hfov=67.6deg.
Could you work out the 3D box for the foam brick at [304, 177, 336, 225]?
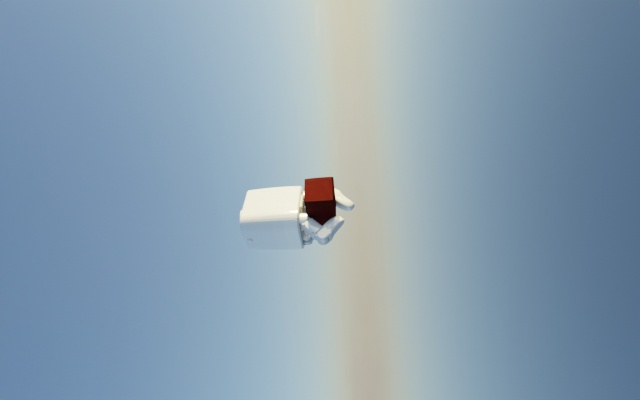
[{"bbox_3d":[0.000,0.003,0.846,0.051,0.053,0.078,-2,-37,5],"label":"foam brick"}]
